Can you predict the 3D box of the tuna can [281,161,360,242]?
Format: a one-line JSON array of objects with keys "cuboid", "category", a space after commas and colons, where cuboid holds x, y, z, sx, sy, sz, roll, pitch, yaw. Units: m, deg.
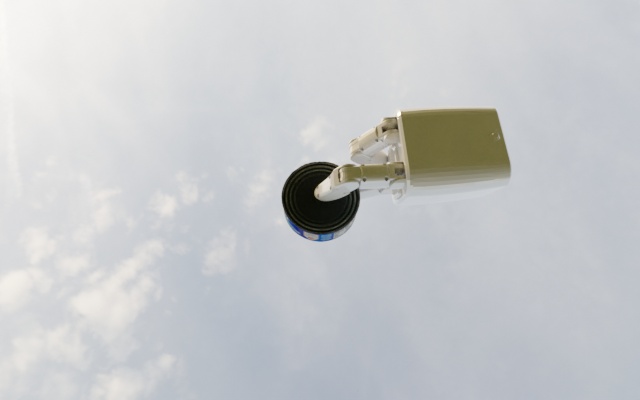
[{"cuboid": [0.000, 0.002, 0.533, 0.086, 0.086, 0.034, 0, -22, -1], "category": "tuna can"}]
